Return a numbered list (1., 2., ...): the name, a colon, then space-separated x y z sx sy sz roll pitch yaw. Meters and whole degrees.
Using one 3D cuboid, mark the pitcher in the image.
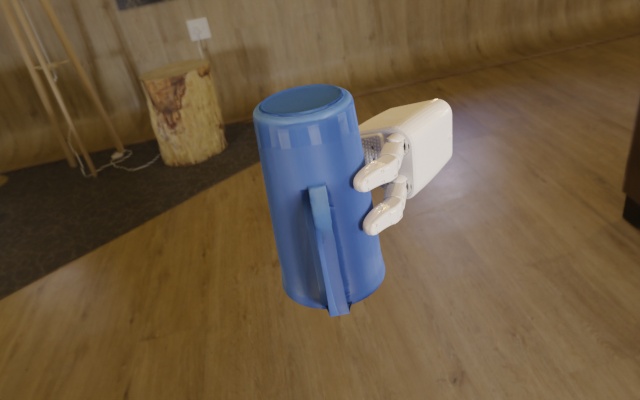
1. pitcher: 0.000 0.002 0.549 0.149 0.243 0.145 18 40 40
